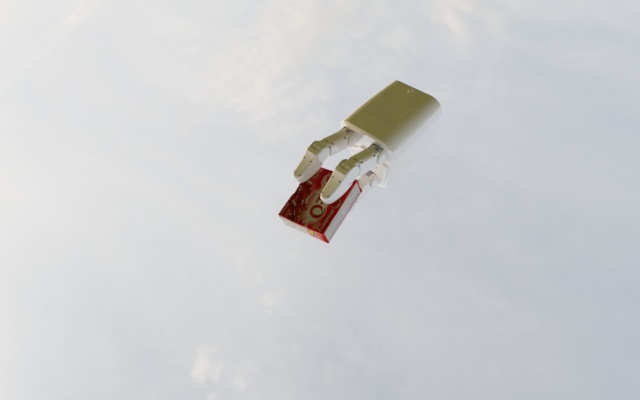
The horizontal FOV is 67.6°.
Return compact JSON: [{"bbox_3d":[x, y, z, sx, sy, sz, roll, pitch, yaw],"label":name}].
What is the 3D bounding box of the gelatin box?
[{"bbox_3d":[0.000,0.003,0.618,0.073,0.089,0.030,23,-21,30],"label":"gelatin box"}]
